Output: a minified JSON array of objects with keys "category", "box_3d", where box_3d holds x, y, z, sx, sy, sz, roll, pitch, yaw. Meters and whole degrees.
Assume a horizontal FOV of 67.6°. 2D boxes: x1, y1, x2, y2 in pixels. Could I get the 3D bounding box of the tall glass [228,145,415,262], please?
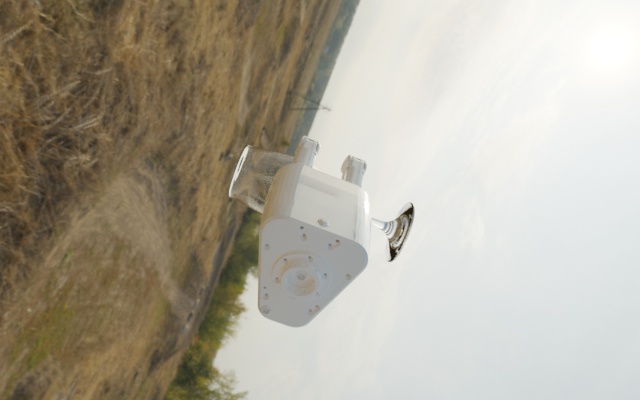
[{"category":"tall glass","box_3d":[0.001,0.002,0.544,0.201,0.079,0.079,21,-2,-6]}]
